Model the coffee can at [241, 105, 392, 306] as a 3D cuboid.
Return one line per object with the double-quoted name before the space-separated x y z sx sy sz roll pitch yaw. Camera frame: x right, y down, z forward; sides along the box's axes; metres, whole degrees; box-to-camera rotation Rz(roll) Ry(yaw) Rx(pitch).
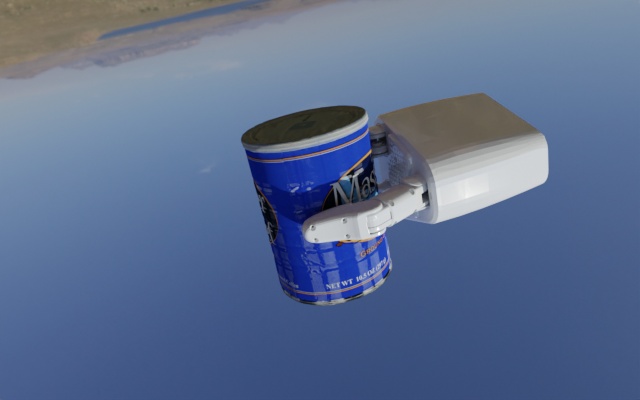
"coffee can" 0.000 0.001 0.406 0.103 0.140 0.102 -11 22 4
